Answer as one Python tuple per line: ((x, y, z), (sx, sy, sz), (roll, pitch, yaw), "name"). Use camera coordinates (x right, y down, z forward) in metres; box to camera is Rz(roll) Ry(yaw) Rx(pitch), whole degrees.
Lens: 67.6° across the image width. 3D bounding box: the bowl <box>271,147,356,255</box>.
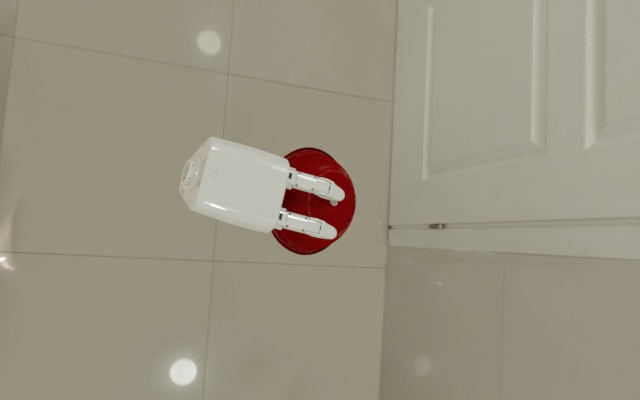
((0.001, 0.002, 0.695), (0.162, 0.162, 0.055), (0, 2, -41), "bowl")
